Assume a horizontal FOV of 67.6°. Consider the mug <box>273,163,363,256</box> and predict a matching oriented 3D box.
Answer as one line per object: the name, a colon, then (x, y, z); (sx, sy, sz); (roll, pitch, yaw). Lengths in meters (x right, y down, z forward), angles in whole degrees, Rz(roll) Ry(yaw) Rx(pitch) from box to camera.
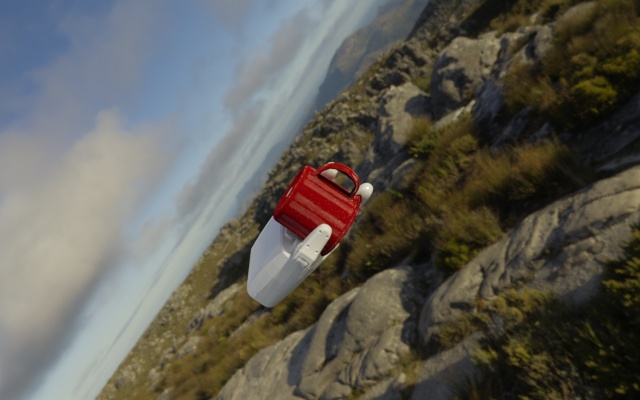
mug: (0.001, 0.001, 0.596); (0.081, 0.117, 0.093); (33, 32, -9)
